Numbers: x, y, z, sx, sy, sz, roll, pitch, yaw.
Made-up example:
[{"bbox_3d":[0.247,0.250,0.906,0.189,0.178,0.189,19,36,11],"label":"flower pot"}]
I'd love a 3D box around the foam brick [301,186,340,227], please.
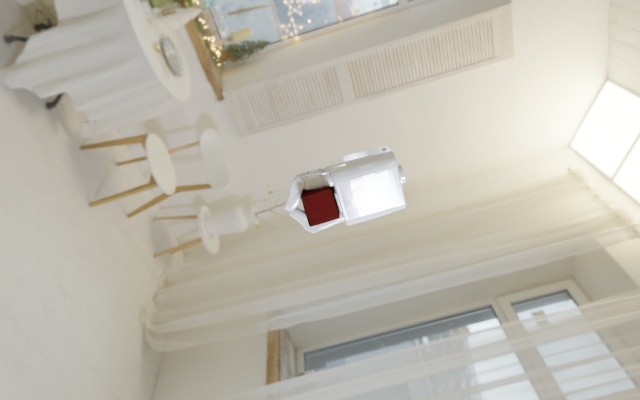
[{"bbox_3d":[0.000,0.003,0.790,0.051,0.053,0.078,-16,14,5],"label":"foam brick"}]
